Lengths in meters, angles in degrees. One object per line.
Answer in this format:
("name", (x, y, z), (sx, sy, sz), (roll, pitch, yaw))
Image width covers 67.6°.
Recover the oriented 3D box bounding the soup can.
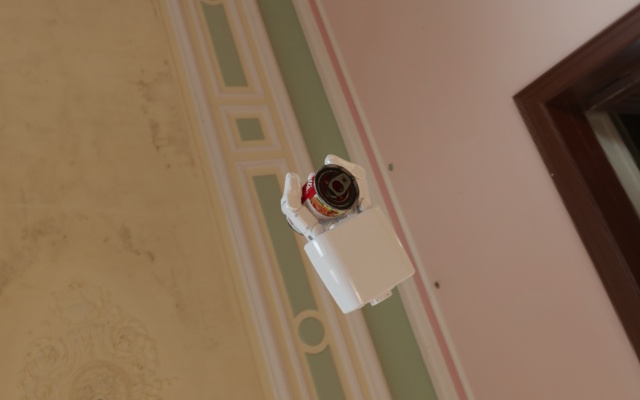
("soup can", (0.000, 0.002, 0.668), (0.068, 0.068, 0.102), (0, -24, -29))
